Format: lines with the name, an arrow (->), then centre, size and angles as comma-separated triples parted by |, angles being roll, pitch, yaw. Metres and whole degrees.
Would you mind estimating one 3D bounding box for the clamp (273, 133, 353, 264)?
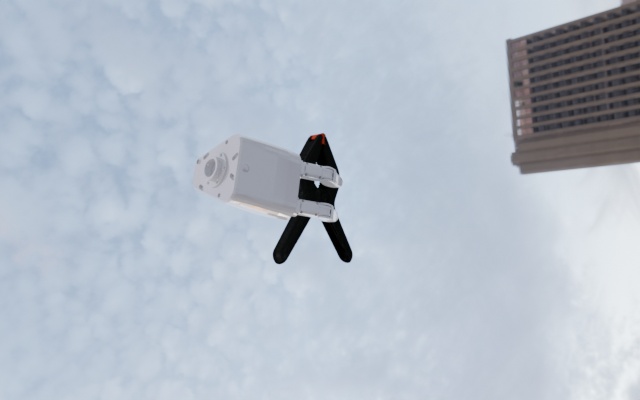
clamp -> -0.001, 0.002, 0.748 | 0.036, 0.210, 0.164 | -4, -14, 42
